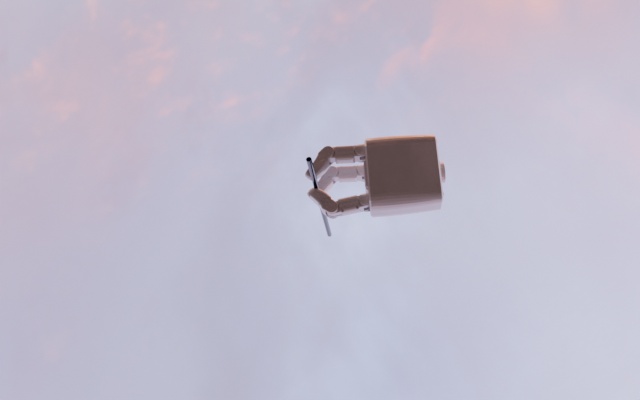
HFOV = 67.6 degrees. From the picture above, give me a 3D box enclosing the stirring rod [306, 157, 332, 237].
[{"bbox_3d":[0.000,0.002,0.763,0.011,0.011,0.240,0,-30,9],"label":"stirring rod"}]
